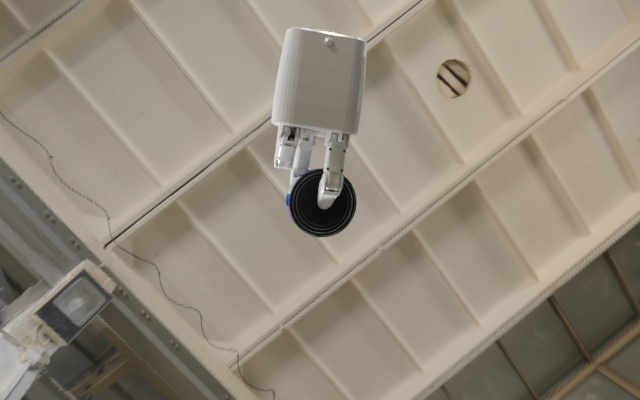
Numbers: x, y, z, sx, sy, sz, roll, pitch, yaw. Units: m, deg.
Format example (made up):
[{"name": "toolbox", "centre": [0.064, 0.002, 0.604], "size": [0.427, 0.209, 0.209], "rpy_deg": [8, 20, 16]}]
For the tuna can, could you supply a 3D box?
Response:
[{"name": "tuna can", "centre": [0.000, 0.002, 0.603], "size": [0.086, 0.086, 0.034], "rpy_deg": [0, 4, -12]}]
